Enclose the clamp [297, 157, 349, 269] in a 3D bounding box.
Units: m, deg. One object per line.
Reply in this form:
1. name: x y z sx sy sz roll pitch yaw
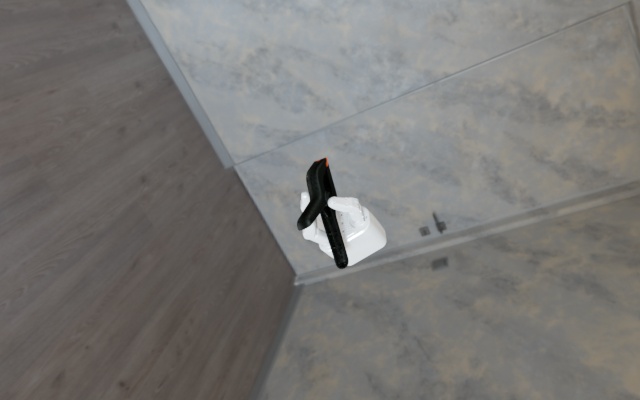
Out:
1. clamp: 0.001 0.002 0.863 0.036 0.209 0.165 -17 -32 20
